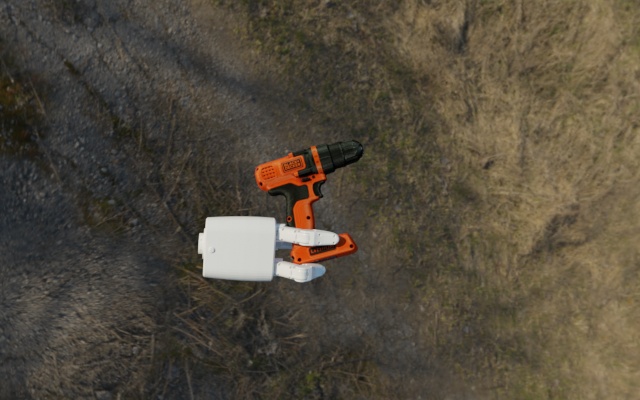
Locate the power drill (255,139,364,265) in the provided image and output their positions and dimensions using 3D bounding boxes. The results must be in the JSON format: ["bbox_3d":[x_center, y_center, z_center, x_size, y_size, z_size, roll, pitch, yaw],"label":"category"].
[{"bbox_3d":[0.000,0.003,0.778,0.184,0.187,0.057,-17,-14,4],"label":"power drill"}]
